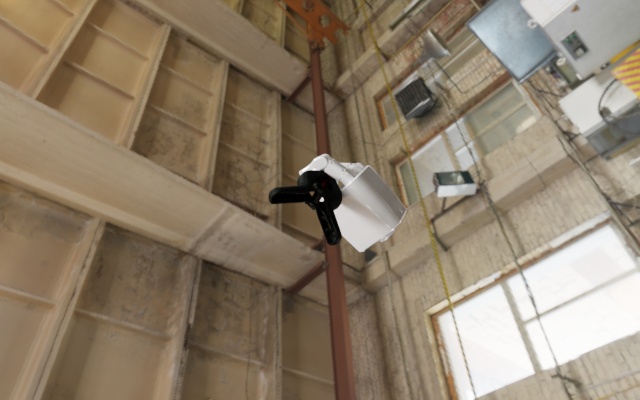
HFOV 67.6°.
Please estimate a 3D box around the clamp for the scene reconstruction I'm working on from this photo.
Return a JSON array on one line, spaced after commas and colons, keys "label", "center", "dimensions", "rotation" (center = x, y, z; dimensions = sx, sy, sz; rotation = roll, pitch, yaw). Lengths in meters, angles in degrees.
[{"label": "clamp", "center": [0.000, 0.003, 0.734], "dimensions": [0.039, 0.120, 0.171], "rotation": [-45, -1, 30]}]
